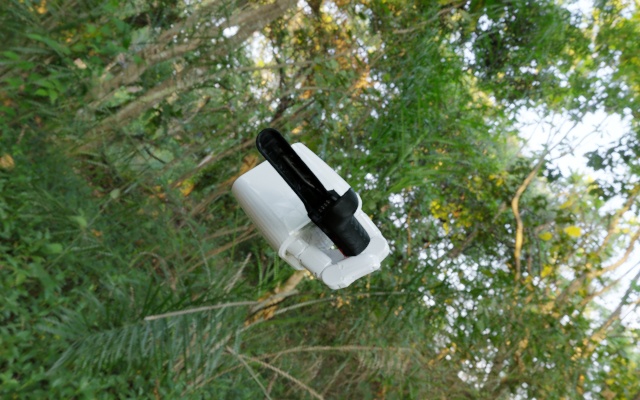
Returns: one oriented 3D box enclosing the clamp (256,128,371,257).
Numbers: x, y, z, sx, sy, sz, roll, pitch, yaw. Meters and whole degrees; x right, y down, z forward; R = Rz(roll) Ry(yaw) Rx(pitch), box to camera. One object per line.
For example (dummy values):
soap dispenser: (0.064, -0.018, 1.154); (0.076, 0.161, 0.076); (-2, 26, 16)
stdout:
clamp: (0.001, 0.001, 0.453); (0.039, 0.120, 0.171); (-38, -27, -8)
